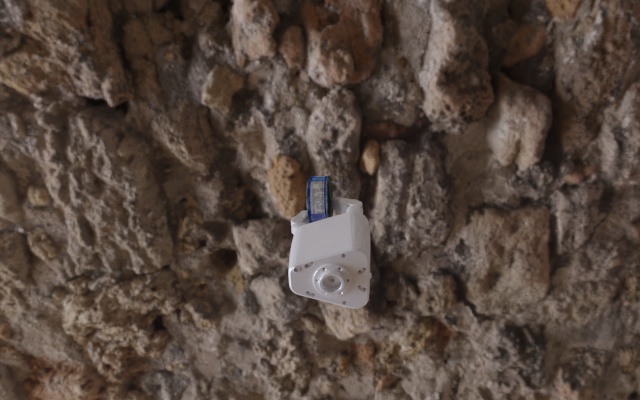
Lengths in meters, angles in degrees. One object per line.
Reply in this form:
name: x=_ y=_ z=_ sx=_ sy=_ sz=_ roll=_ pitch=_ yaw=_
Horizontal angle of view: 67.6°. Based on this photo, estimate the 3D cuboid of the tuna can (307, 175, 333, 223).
tuna can: x=0.000 y=0.003 z=0.773 sx=0.034 sy=0.086 sz=0.086 roll=-2 pitch=0 yaw=7
